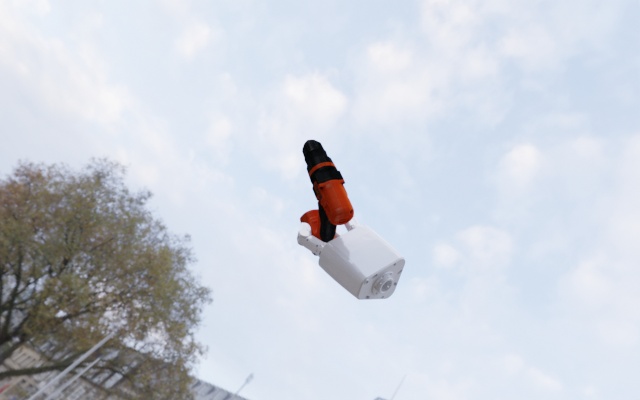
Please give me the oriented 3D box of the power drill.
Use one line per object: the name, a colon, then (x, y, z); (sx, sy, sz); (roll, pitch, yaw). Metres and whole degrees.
power drill: (0.000, 0.003, 0.900); (0.057, 0.184, 0.188); (-11, -34, -15)
